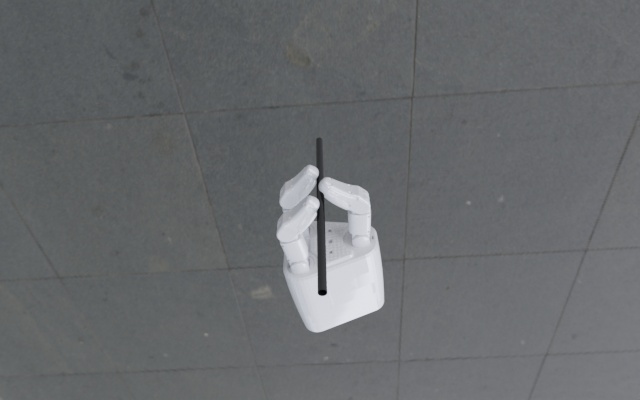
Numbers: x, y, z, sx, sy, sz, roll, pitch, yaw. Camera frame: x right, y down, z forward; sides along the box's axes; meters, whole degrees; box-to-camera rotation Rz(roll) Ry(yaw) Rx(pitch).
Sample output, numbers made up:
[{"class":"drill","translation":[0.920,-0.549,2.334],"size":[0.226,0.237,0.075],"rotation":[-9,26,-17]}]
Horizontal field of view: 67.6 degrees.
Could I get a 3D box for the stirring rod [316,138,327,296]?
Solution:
[{"class":"stirring rod","translation":[0.000,0.002,0.490],"size":[0.011,0.011,0.239],"rotation":[0,39,-1]}]
